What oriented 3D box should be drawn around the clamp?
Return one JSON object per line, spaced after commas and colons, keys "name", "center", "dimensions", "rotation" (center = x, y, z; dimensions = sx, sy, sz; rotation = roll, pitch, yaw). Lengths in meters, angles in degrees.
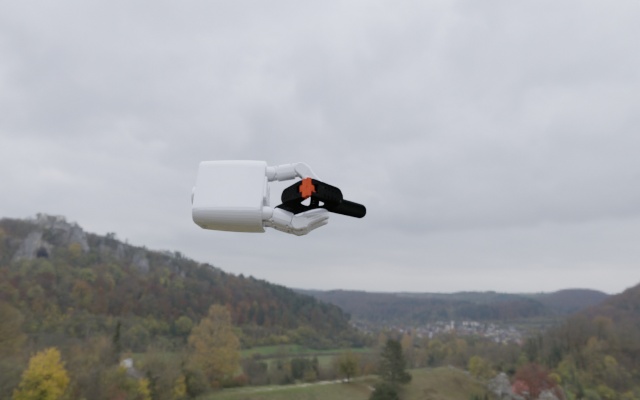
{"name": "clamp", "center": [0.000, 0.002, 0.761], "dimensions": [0.164, 0.036, 0.210], "rotation": [-1, -12, -2]}
